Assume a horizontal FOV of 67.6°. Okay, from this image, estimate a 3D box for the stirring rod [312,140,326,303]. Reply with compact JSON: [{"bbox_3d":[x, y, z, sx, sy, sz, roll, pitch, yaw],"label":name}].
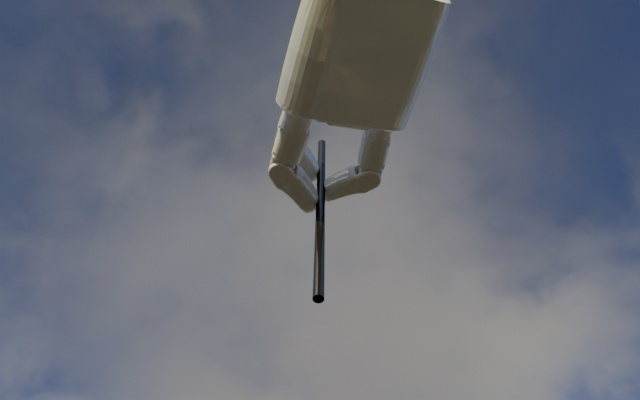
[{"bbox_3d":[0.000,0.001,0.417,0.011,0.011,0.239,0,32,1],"label":"stirring rod"}]
